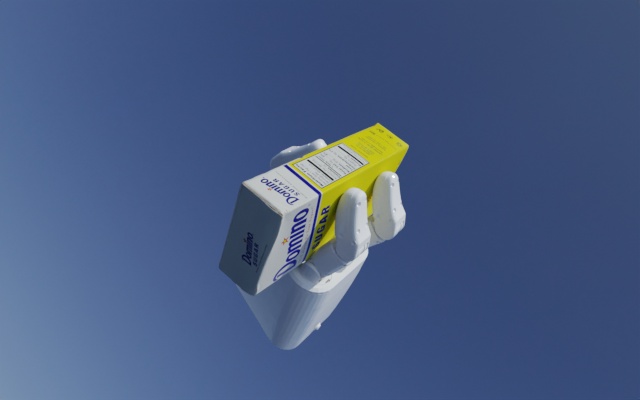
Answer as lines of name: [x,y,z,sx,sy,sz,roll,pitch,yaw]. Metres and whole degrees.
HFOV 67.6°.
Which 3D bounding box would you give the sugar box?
sugar box: [0.000,0.002,0.402,0.048,0.093,0.176,37,41,18]
